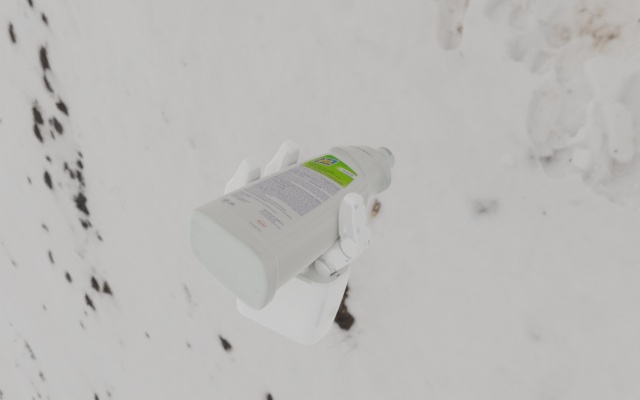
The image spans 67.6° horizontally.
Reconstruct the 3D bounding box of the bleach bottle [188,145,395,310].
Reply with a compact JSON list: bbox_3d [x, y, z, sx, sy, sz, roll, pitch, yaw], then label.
[{"bbox_3d":[0.000,0.001,0.474,0.102,0.068,0.250,33,42,27],"label":"bleach bottle"}]
